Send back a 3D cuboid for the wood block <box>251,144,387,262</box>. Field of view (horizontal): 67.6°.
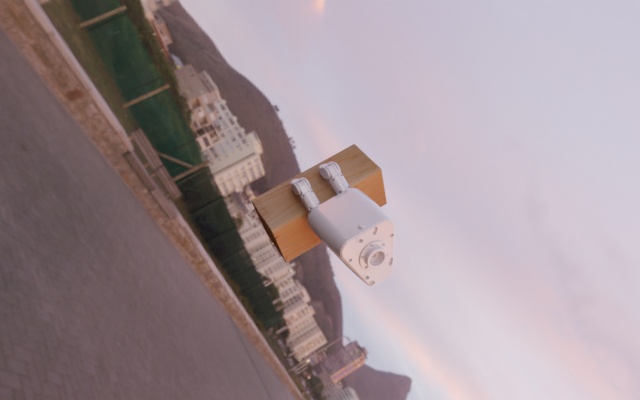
[{"bbox_3d":[0.000,0.003,0.819,0.206,0.091,0.090,-29,46,-12],"label":"wood block"}]
